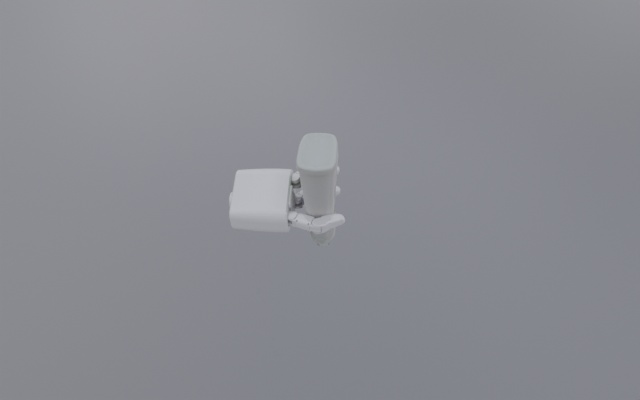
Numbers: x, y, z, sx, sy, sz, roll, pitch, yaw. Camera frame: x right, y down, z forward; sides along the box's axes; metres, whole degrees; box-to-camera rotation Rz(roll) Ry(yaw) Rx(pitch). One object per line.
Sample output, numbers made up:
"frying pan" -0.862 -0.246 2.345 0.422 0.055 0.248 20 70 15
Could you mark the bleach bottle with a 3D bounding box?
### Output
"bleach bottle" 0.000 0.003 0.879 0.068 0.102 0.251 2 -44 5
